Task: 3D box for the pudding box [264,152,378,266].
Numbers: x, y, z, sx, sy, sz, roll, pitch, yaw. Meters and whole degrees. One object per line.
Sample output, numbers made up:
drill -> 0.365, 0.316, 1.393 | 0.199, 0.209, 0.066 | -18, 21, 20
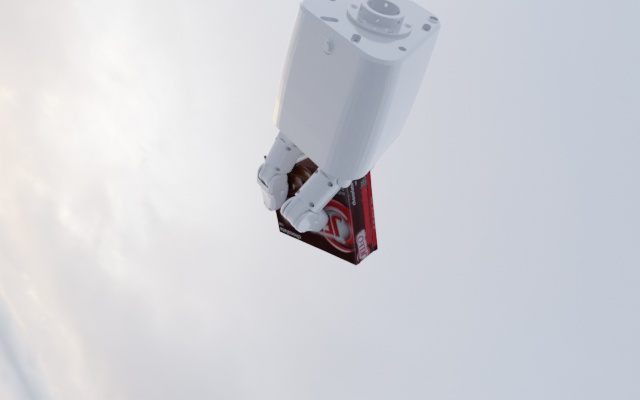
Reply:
pudding box -> 0.000, 0.001, 0.460 | 0.039, 0.090, 0.113 | -28, 33, -34
